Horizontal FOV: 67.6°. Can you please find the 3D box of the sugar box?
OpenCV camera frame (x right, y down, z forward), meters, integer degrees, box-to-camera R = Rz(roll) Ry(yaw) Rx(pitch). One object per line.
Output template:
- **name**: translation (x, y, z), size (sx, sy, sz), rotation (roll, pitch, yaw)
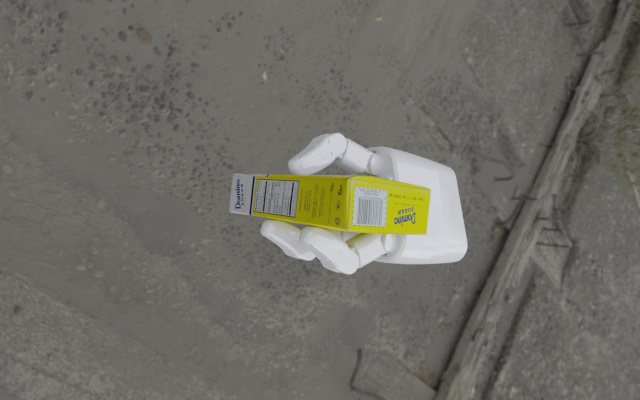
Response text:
- **sugar box**: translation (0.000, 0.002, 0.434), size (0.093, 0.048, 0.176), rotation (7, -4, -39)
